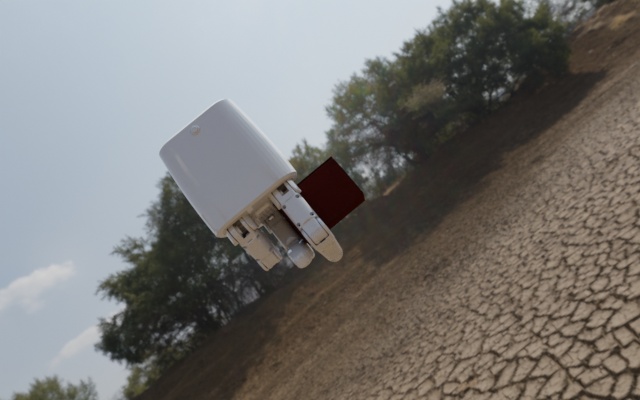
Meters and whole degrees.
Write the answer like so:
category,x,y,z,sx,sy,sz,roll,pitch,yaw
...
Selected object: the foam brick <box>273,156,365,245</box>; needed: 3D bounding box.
category,x,y,z,sx,sy,sz,roll,pitch,yaw
foam brick,0.000,0.002,0.492,0.078,0.051,0.053,-40,-11,-2
